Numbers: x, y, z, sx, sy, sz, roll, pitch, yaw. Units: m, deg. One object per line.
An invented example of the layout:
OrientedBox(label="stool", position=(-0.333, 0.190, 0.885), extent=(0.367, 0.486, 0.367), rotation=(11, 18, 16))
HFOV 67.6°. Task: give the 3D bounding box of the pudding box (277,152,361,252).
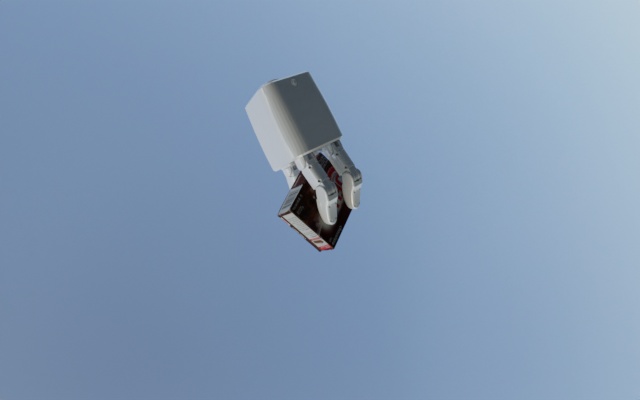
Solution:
OrientedBox(label="pudding box", position=(0.000, 0.002, 0.683), extent=(0.090, 0.113, 0.039), rotation=(42, -33, -22))
